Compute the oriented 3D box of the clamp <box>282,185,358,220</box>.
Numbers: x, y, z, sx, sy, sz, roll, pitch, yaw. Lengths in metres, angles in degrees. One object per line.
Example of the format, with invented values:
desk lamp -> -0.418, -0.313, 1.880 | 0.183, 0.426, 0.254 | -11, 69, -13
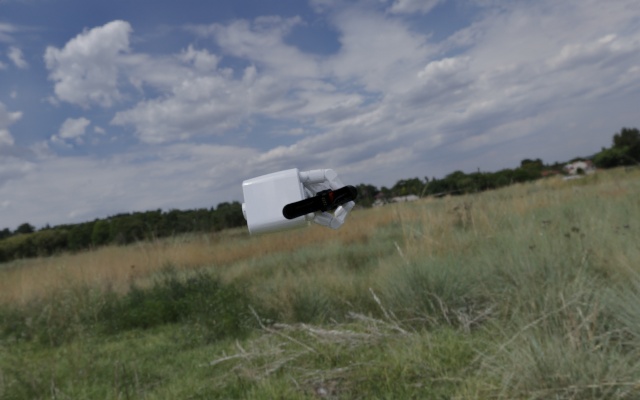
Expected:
clamp -> 0.000, 0.002, 0.798 | 0.120, 0.039, 0.171 | -11, -2, 2
